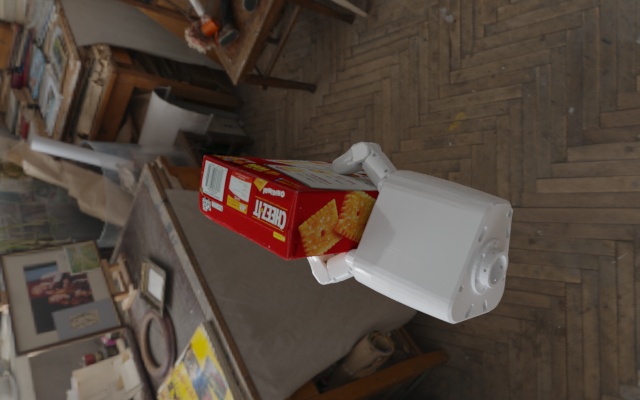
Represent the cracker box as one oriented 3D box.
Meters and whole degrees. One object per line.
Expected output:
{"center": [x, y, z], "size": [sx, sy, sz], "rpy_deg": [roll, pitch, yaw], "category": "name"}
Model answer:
{"center": [0.000, 0.002, 0.527], "size": [0.214, 0.072, 0.164], "rpy_deg": [0, 15, -43], "category": "cracker box"}
